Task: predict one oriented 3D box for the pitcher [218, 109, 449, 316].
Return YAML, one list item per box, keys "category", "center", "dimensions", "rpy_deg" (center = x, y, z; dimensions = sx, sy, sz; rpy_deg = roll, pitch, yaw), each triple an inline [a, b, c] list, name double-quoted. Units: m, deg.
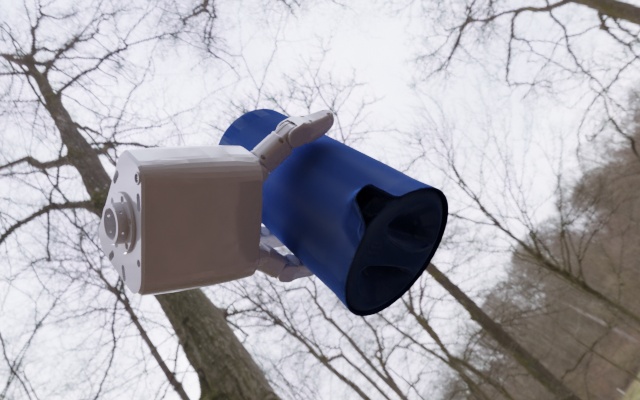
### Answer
- category: "pitcher"
  center: [0.000, 0.002, 0.498]
  dimensions: [0.145, 0.149, 0.242]
  rpy_deg: [-8, 33, -43]
